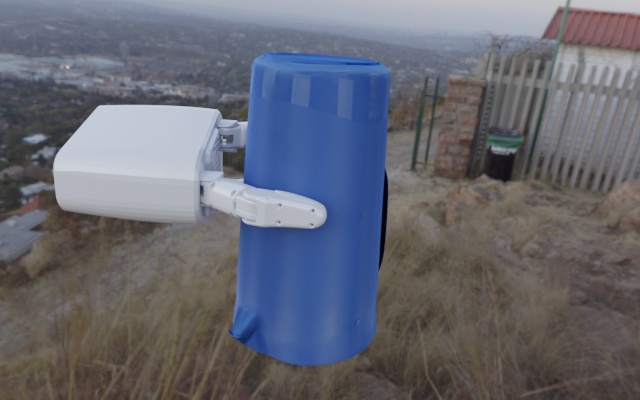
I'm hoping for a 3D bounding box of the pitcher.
[{"bbox_3d":[0.000,0.001,0.416,0.145,0.243,0.149,4,20,-2],"label":"pitcher"}]
